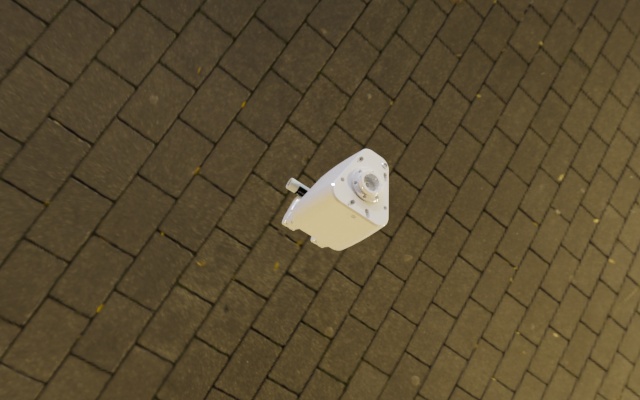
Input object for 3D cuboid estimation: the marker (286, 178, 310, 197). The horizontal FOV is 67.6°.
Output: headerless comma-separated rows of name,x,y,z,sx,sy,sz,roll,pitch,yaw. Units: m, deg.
marker,0.000,0.003,0.761,0.121,0.020,0.020,32,-10,-17
